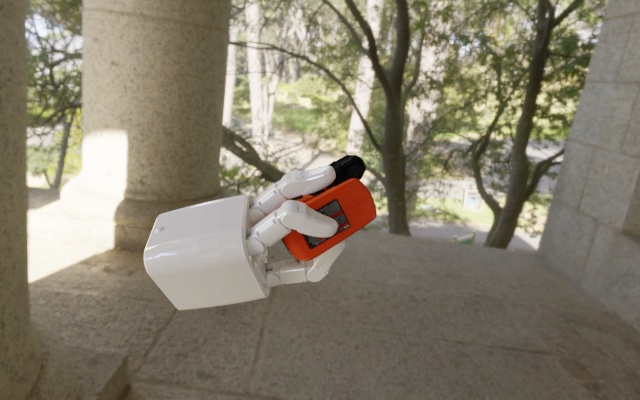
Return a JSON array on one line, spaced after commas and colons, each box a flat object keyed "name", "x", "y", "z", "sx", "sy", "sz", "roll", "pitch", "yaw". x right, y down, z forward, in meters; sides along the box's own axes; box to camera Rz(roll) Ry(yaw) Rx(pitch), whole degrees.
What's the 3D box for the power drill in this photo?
[{"name": "power drill", "x": 0.000, "y": 0.002, "z": 0.587, "sx": 0.184, "sy": 0.057, "sz": 0.187, "roll": -33, "pitch": 13, "yaw": -9}]
